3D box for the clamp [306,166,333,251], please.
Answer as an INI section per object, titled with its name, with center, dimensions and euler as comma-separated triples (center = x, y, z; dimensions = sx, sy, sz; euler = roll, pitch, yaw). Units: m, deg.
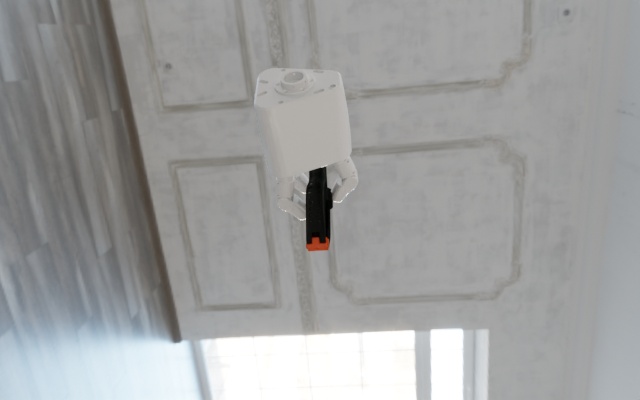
[clamp]
center = 0.001, 0.002, 0.696
dimensions = 0.036, 0.209, 0.165
euler = -5, -45, 6
